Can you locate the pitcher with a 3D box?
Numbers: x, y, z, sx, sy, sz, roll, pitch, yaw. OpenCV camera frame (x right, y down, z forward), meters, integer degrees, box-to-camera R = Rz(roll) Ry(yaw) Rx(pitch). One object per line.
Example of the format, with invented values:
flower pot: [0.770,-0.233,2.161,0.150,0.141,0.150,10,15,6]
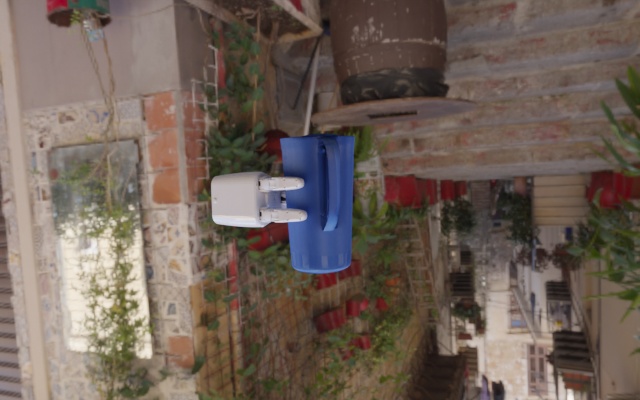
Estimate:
pitcher: [0.000,0.003,0.848,0.145,0.243,0.149,0,5,29]
